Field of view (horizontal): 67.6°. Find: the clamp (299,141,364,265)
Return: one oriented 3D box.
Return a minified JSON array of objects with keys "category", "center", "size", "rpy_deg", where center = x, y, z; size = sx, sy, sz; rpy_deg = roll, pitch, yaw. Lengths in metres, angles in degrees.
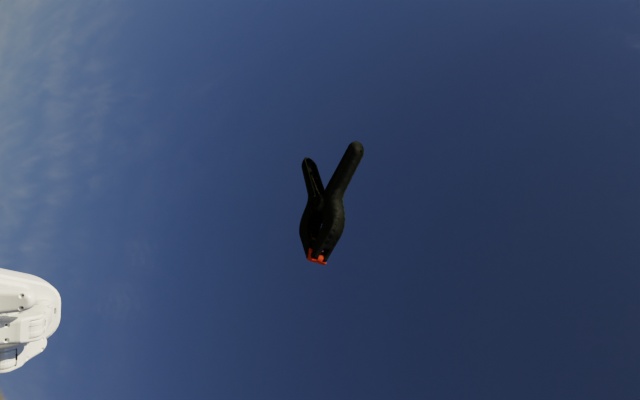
[{"category":"clamp","center":[0.001,0.003,0.670],"size":[0.039,0.171,0.120],"rpy_deg":[23,-13,-30]}]
